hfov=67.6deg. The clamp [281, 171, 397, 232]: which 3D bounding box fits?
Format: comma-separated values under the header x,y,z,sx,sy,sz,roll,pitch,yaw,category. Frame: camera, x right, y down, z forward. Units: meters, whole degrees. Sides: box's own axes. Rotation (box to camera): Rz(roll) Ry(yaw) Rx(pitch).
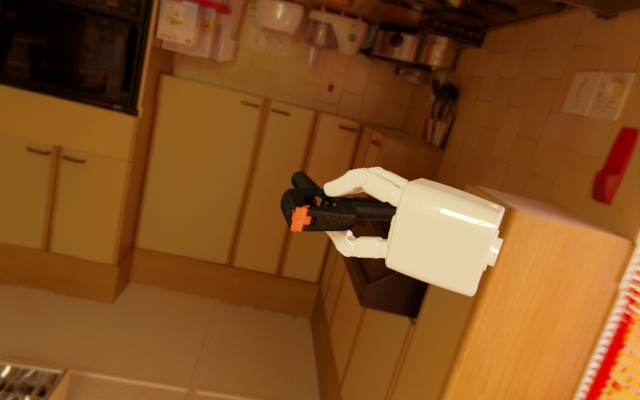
x,y,z,sx,sy,sz,roll,pitch,yaw,category
0.000,0.003,0.605,0.164,0.036,0.210,20,14,21,clamp
